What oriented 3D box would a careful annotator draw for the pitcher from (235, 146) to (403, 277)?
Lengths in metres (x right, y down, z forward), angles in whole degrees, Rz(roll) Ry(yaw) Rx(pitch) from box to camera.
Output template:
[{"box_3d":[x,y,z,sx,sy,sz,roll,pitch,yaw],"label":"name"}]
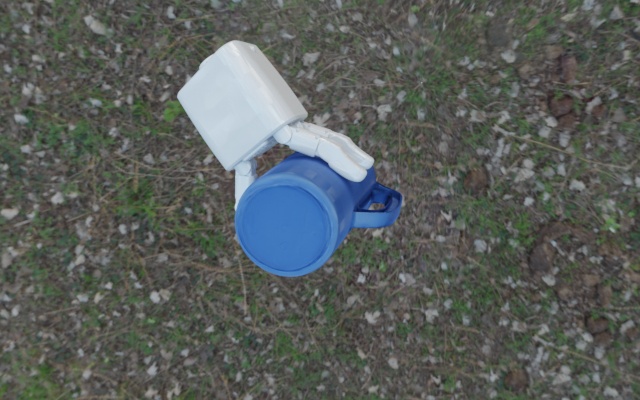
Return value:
[{"box_3d":[0.000,0.002,0.576,0.149,0.145,0.242,-33,4,17],"label":"pitcher"}]
